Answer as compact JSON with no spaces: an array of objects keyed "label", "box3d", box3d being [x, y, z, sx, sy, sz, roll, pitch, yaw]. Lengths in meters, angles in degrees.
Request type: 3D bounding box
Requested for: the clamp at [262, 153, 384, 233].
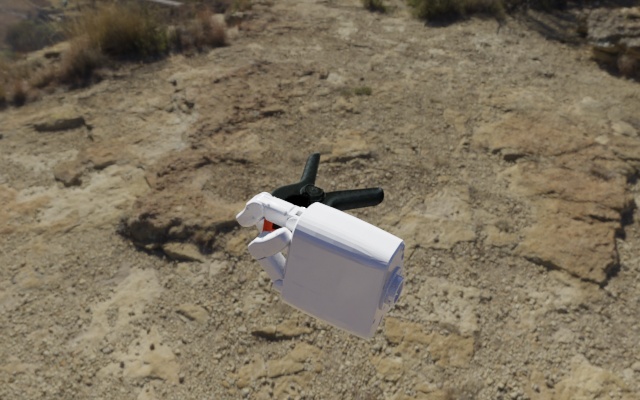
[{"label":"clamp","box3d":[0.000,0.001,0.590,0.120,0.039,0.171,21,42,22]}]
